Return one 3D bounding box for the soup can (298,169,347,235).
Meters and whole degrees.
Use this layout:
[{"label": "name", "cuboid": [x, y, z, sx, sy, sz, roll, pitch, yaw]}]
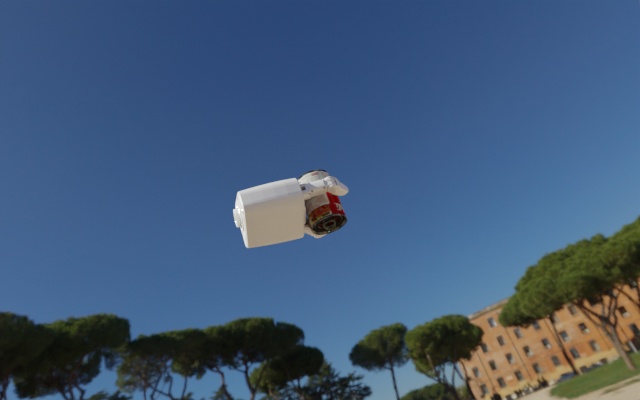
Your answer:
[{"label": "soup can", "cuboid": [0.001, 0.002, 0.875, 0.068, 0.102, 0.068, -16, -28, -9]}]
